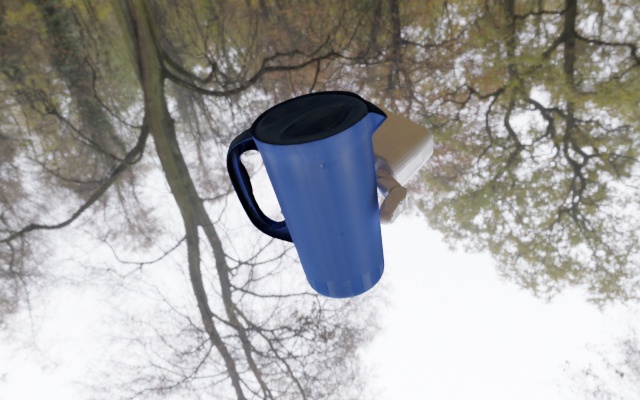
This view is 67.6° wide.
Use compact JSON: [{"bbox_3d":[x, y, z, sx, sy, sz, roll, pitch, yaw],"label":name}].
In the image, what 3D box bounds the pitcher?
[{"bbox_3d":[0.000,0.002,0.583,0.149,0.243,0.145,17,43,39],"label":"pitcher"}]
